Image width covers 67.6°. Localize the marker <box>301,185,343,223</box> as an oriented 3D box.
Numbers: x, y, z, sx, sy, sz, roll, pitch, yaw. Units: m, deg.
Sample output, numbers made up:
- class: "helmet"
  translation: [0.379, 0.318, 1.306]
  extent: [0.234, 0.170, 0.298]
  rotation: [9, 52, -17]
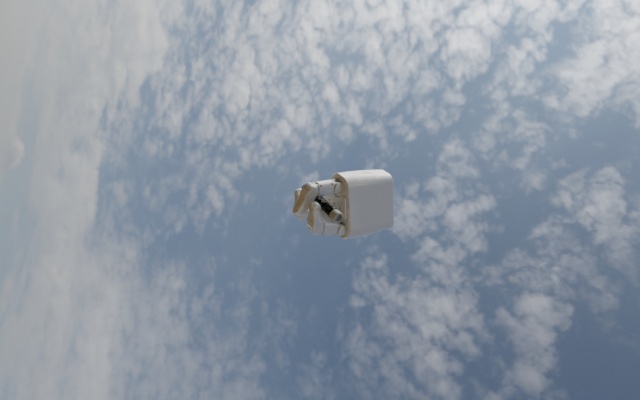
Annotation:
- class: "marker"
  translation: [0.000, 0.003, 0.815]
  extent: [0.020, 0.020, 0.121]
  rotation: [0, 26, -33]
